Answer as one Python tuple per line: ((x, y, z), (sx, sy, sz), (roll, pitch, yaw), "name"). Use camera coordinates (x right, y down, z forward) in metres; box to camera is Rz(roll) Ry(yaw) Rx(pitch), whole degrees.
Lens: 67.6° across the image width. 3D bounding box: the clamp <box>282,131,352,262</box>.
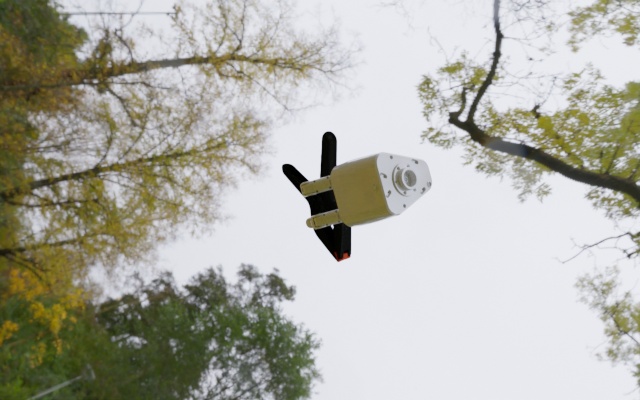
((0.001, 0.003, 0.820), (0.036, 0.210, 0.164), (-15, -1, -33), "clamp")
